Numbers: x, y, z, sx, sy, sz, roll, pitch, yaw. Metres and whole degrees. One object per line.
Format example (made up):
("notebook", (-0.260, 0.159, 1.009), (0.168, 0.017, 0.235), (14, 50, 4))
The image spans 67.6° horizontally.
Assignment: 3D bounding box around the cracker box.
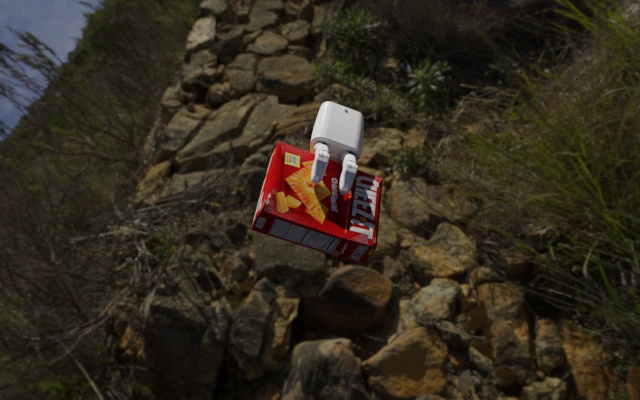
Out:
("cracker box", (0.000, 0.003, 0.863), (0.214, 0.164, 0.072), (18, -38, -10))
